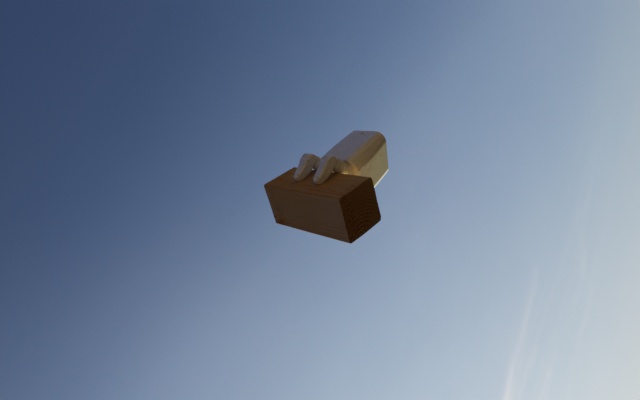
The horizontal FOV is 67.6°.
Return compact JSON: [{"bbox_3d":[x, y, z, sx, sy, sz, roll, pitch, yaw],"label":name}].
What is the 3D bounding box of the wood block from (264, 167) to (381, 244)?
[{"bbox_3d":[0.000,0.003,0.897,0.090,0.091,0.206,-34,30,-34],"label":"wood block"}]
